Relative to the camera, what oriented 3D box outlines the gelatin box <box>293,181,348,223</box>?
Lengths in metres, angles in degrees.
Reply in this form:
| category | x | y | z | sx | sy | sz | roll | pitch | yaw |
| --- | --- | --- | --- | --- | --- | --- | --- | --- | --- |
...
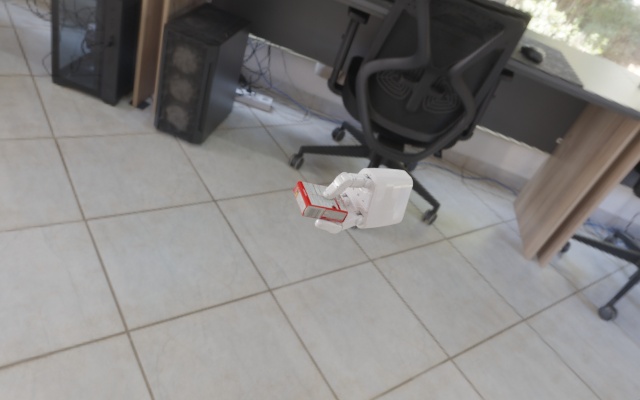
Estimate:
| category | x | y | z | sx | sy | sz | roll | pitch | yaw |
| --- | --- | --- | --- | --- | --- | --- | --- | --- | --- |
| gelatin box | 0.000 | 0.003 | 0.891 | 0.089 | 0.030 | 0.073 | 11 | 35 | -29 |
